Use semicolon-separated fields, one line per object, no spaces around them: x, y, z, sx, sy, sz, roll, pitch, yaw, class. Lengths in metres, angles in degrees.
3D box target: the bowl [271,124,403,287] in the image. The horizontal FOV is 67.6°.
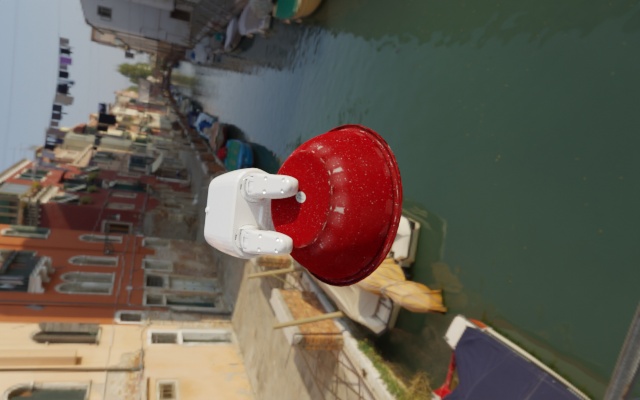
0.001;0.001;0.458;0.055;0.162;0.162;8;-5;-41;bowl
